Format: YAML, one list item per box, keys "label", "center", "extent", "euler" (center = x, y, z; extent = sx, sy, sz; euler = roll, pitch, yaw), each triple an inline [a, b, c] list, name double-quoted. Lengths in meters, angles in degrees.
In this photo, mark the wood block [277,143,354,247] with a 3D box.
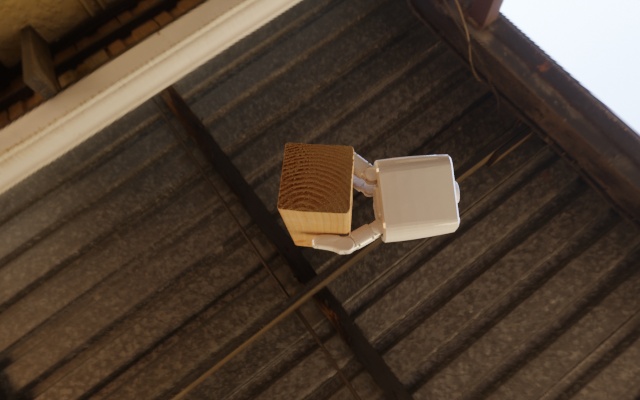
- label: "wood block"
  center: [0.000, 0.003, 0.684]
  extent: [0.090, 0.090, 0.206]
  euler: [4, -18, 5]
